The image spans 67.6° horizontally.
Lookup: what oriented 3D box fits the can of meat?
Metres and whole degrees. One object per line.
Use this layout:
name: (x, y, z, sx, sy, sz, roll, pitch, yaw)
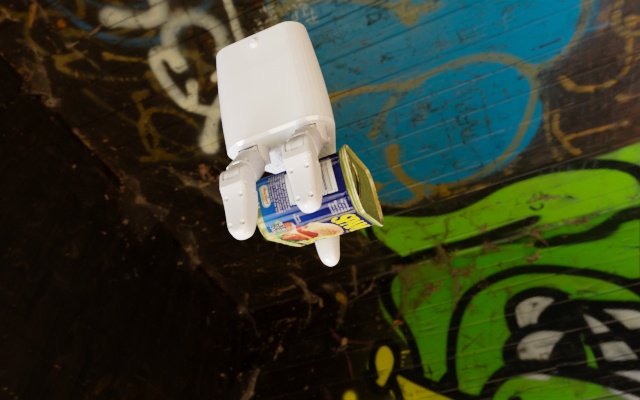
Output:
can of meat: (0.000, 0.002, 0.408, 0.084, 0.057, 0.102, -18, -16, 14)
